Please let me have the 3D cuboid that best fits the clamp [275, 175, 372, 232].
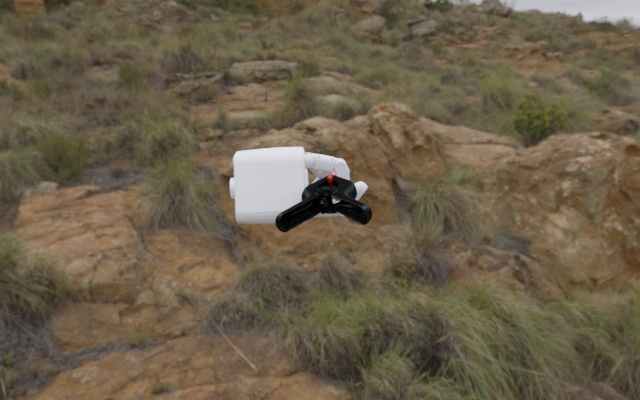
[{"bbox_3d":[0.000,0.001,0.654,0.120,0.039,0.171,-3,16,-2],"label":"clamp"}]
